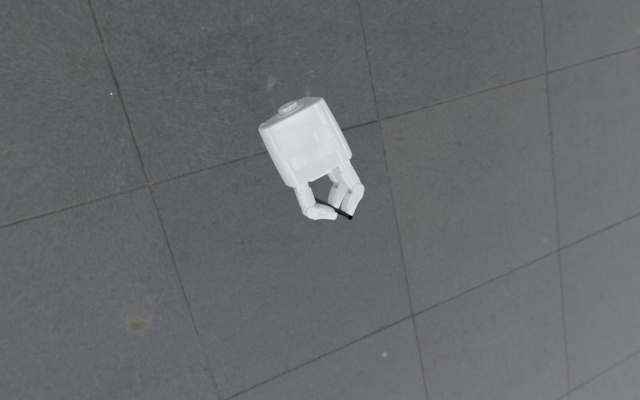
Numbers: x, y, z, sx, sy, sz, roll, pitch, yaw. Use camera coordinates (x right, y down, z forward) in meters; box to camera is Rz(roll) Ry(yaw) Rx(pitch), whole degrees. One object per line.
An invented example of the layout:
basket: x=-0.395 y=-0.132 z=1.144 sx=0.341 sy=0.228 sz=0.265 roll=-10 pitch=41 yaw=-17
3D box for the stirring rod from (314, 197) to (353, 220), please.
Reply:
stirring rod: x=0.000 y=0.003 z=0.861 sx=0.011 sy=0.011 sz=0.239 roll=0 pitch=12 yaw=-24
